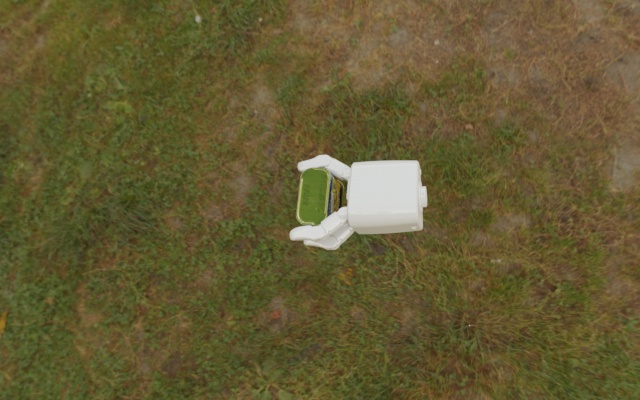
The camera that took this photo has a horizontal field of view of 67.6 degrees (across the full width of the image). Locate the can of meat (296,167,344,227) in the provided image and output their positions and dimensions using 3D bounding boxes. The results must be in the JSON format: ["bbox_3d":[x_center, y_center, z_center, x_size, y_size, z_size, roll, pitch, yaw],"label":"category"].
[{"bbox_3d":[0.000,0.002,0.794,0.057,0.102,0.084,1,-14,17],"label":"can of meat"}]
